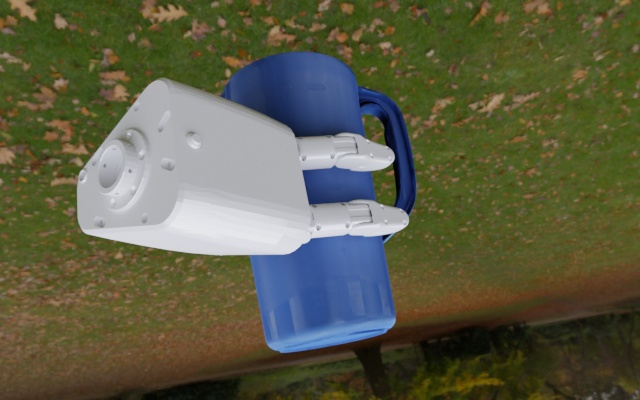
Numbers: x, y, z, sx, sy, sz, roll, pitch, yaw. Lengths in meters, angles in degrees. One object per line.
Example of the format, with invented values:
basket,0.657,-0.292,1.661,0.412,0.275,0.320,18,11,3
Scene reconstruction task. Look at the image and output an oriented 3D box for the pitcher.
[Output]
pitcher,0.000,0.001,0.429,0.149,0.242,0.145,-23,-23,30
